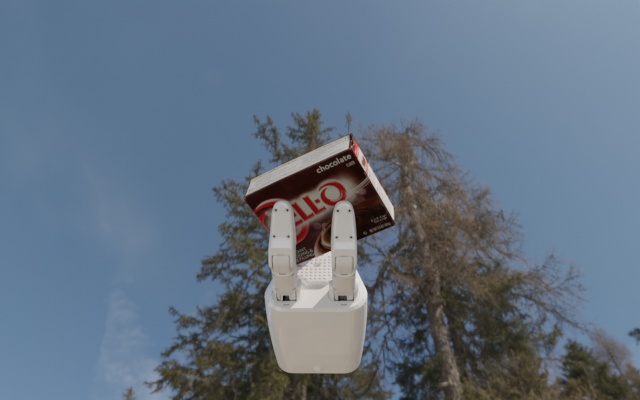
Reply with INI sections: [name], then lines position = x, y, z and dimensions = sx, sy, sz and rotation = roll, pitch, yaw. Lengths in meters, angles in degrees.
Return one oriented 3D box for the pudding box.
[pudding box]
position = 0.000, 0.001, 0.443
dimensions = 0.113, 0.090, 0.039
rotation = -25, 29, 16
